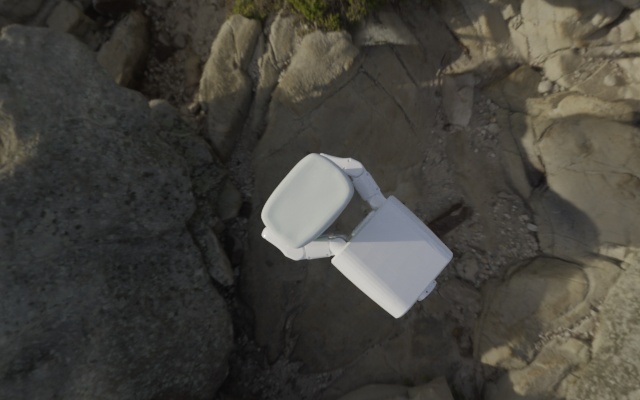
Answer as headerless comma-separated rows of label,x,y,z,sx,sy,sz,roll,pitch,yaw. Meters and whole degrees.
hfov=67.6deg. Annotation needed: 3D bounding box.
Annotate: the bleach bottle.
bleach bottle,0.000,0.002,0.612,0.068,0.102,0.251,43,5,5
